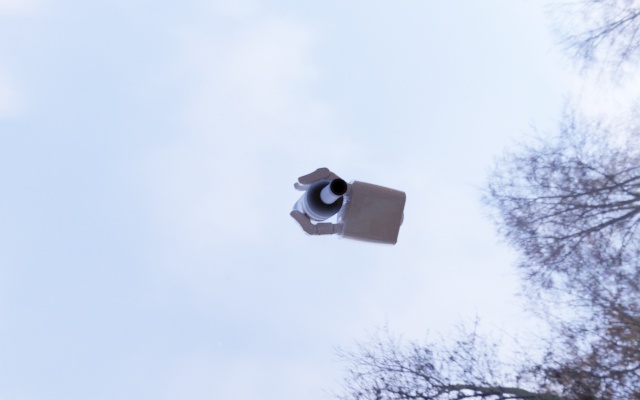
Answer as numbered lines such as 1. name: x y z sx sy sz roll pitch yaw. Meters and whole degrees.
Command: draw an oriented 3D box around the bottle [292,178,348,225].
1. bottle: 0.000 0.003 0.859 0.069 0.069 0.296 0 -9 -11
